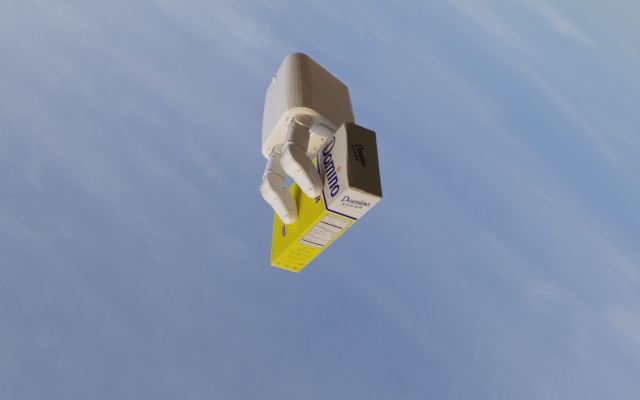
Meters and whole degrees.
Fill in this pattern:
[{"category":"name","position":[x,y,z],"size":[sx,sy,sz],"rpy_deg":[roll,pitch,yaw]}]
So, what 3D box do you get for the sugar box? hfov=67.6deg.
[{"category":"sugar box","position":[0.000,0.002,0.538],"size":[0.048,0.093,0.176],"rpy_deg":[17,-40,-22]}]
